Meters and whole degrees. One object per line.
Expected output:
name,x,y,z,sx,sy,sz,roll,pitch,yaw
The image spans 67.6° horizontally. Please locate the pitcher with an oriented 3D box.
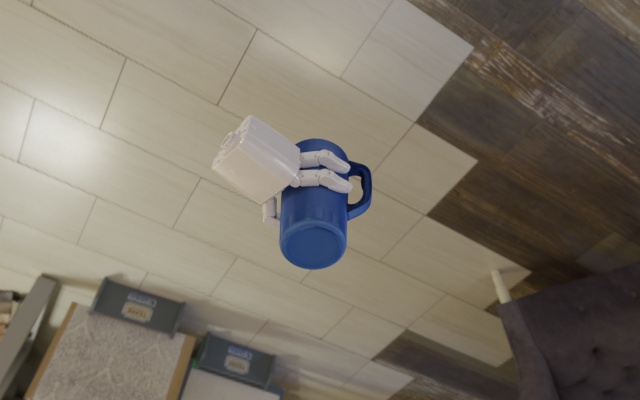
pitcher,0.000,0.003,0.846,0.145,0.242,0.149,36,-61,-23
